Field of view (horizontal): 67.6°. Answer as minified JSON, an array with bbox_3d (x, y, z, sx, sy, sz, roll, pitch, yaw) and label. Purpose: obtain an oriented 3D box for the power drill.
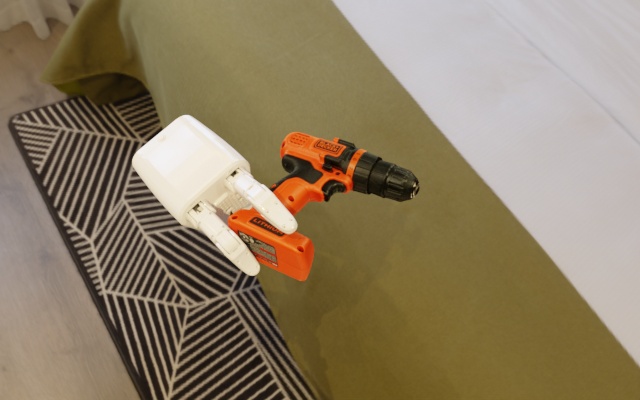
[{"bbox_3d":[0.000,0.002,0.552,0.184,0.057,0.187,20,48,24],"label":"power drill"}]
